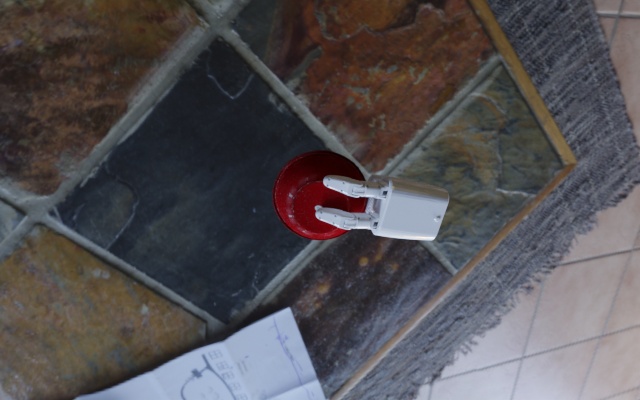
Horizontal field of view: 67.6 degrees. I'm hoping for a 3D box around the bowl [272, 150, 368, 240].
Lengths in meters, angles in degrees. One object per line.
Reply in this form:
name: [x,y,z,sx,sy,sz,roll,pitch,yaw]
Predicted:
bowl: [-0.001,0.003,0.779,0.162,0.162,0.055,0,21,0]
